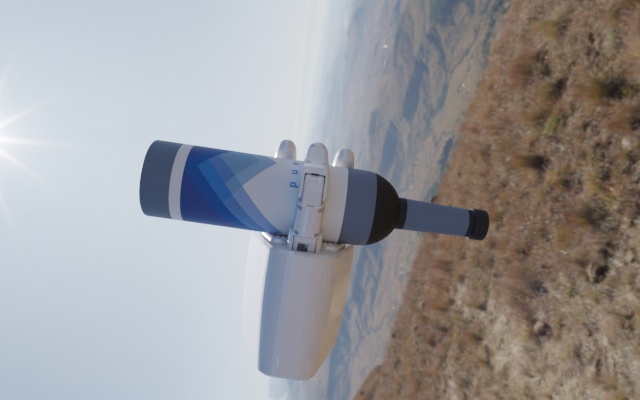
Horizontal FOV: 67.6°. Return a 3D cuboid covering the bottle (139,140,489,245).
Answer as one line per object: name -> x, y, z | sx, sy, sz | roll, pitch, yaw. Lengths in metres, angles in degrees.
bottle -> 0.000, 0.001, 0.420 | 0.296, 0.069, 0.069 | 8, 0, -3
